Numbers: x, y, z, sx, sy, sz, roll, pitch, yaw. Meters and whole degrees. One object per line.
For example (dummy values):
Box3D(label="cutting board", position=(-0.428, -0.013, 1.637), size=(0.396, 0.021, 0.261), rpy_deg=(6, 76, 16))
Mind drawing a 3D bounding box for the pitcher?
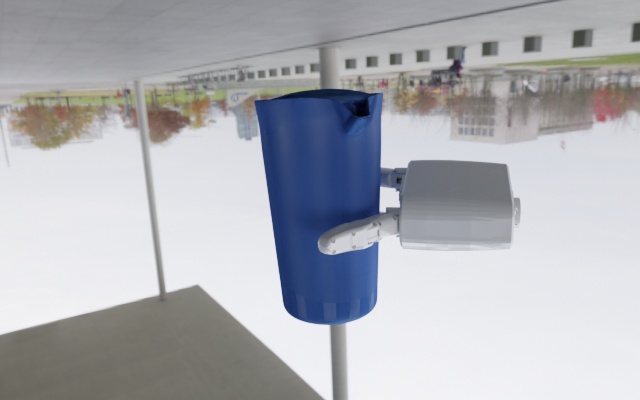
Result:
Box3D(label="pitcher", position=(0.000, 0.002, 0.528), size=(0.145, 0.243, 0.149), rpy_deg=(1, 13, 16))
